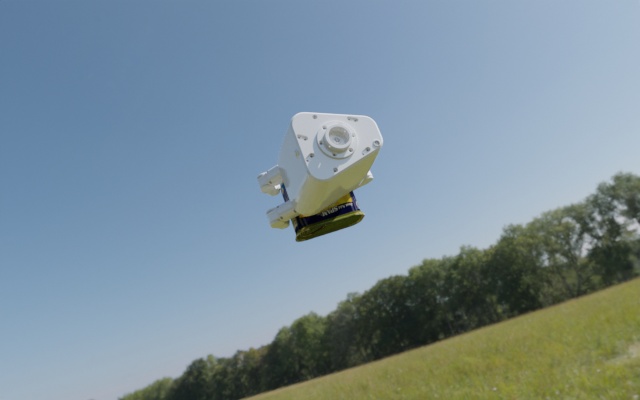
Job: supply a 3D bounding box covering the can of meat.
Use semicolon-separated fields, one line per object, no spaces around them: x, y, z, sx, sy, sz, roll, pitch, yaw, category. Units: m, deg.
0.000;0.002;0.685;0.102;0.084;0.057;-17;-17;-12;can of meat
